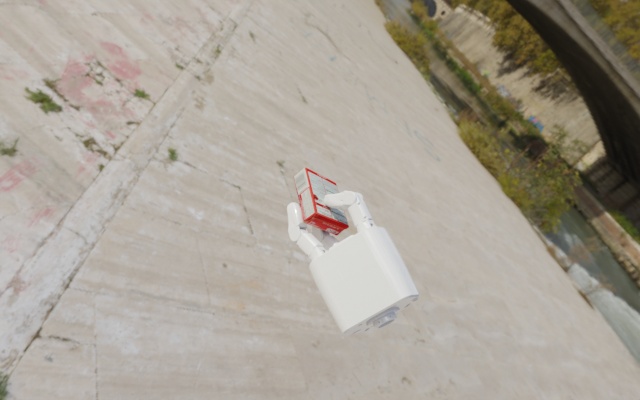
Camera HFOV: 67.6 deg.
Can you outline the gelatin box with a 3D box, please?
[{"bbox_3d":[0.000,0.002,0.721,0.030,0.089,0.073,-35,-39,29],"label":"gelatin box"}]
